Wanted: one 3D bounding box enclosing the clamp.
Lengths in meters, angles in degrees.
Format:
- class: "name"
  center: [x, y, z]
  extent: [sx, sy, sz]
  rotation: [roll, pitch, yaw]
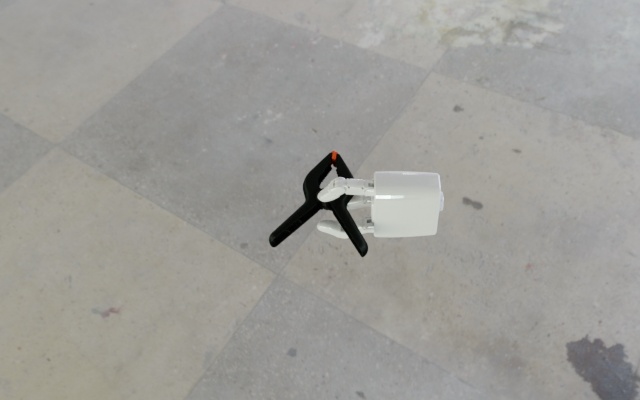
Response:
- class: "clamp"
  center: [0.000, 0.002, 0.829]
  extent: [0.164, 0.209, 0.036]
  rotation: [0, -34, 5]
